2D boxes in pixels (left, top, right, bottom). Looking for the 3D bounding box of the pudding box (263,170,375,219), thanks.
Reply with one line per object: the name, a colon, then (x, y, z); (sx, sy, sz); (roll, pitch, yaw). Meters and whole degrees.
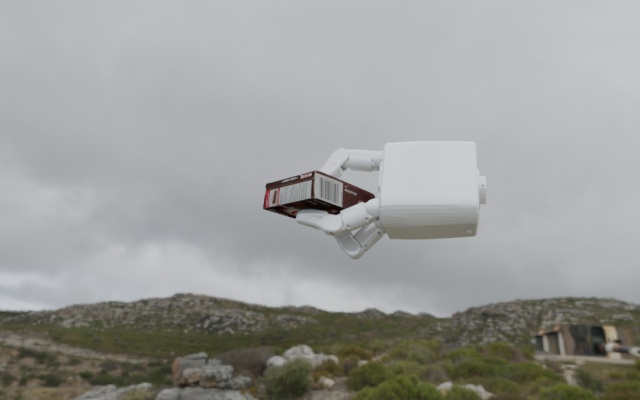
pudding box: (0.000, 0.002, 0.594); (0.090, 0.039, 0.113); (-13, -25, 42)
